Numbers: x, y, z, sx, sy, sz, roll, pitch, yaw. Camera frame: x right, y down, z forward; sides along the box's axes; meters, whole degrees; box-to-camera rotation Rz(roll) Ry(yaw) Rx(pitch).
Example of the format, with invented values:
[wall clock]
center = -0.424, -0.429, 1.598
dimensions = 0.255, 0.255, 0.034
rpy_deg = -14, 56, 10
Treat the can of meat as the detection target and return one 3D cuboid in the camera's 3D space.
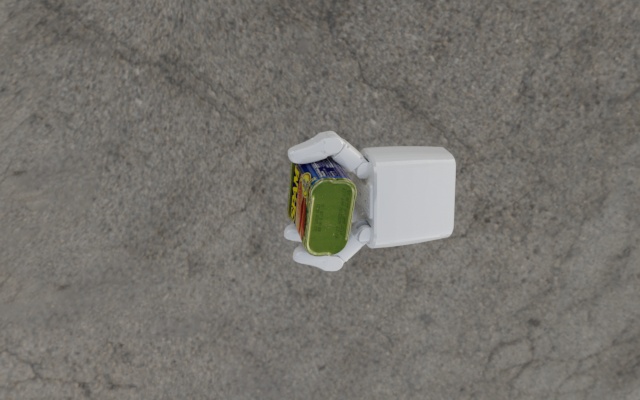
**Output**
[can of meat]
center = 0.000, 0.002, 0.550
dimensions = 0.057, 0.102, 0.084
rpy_deg = -2, 28, -17
